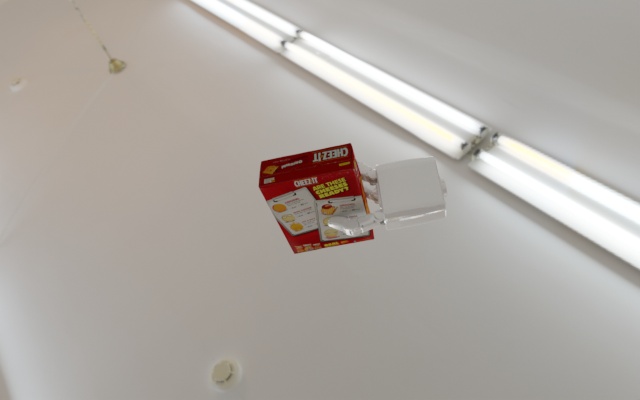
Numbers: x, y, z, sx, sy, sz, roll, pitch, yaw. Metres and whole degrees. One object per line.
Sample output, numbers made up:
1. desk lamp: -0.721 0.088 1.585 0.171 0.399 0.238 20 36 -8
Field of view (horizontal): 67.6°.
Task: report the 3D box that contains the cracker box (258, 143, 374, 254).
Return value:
1. cracker box: 0.000 0.003 0.871 0.164 0.072 0.214 -11 -40 9
